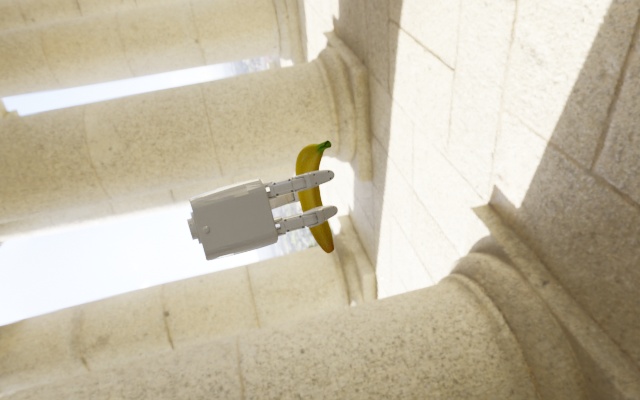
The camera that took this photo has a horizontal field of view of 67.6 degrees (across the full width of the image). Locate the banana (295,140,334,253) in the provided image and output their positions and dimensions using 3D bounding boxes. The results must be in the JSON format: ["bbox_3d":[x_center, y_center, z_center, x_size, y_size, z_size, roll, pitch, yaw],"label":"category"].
[{"bbox_3d":[-0.010,-0.008,0.745,0.037,0.198,0.069,-21,35,-25],"label":"banana"}]
